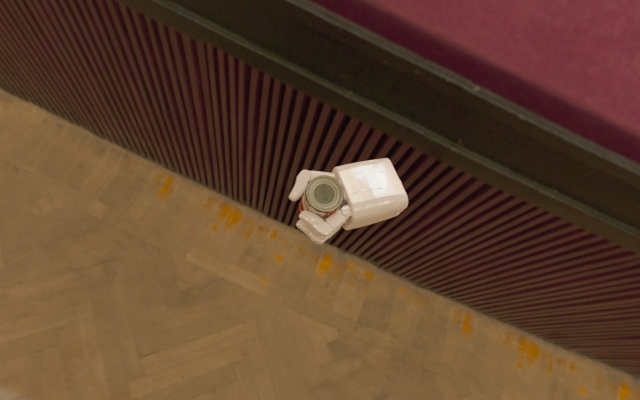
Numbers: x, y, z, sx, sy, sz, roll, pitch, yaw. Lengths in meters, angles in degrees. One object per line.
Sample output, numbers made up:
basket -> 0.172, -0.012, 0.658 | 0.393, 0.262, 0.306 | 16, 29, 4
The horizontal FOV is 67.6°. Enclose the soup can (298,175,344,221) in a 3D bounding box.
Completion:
soup can -> 0.000, 0.003, 0.844 | 0.068, 0.068, 0.102 | 0, -17, -9
